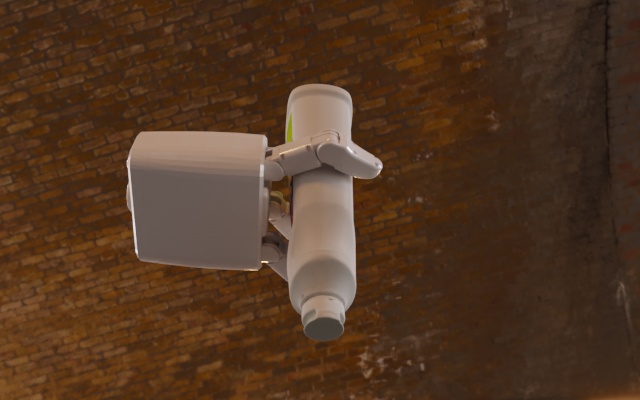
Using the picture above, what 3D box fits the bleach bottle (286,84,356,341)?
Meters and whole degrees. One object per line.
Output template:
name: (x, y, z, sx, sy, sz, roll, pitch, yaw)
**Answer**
bleach bottle: (0.000, 0.001, 0.420, 0.068, 0.103, 0.250, 3, 41, -4)
